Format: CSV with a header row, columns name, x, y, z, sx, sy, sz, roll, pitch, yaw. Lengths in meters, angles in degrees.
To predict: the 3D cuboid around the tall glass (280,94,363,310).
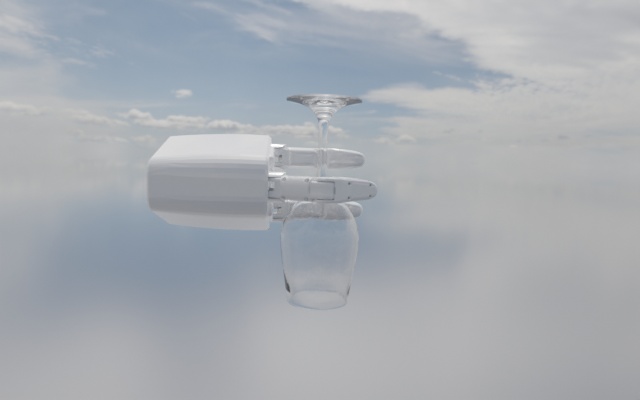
name,x,y,z,sx,sy,sz,roll,pitch,yaw
tall glass,0.000,0.001,0.470,0.079,0.201,0.079,2,5,0
